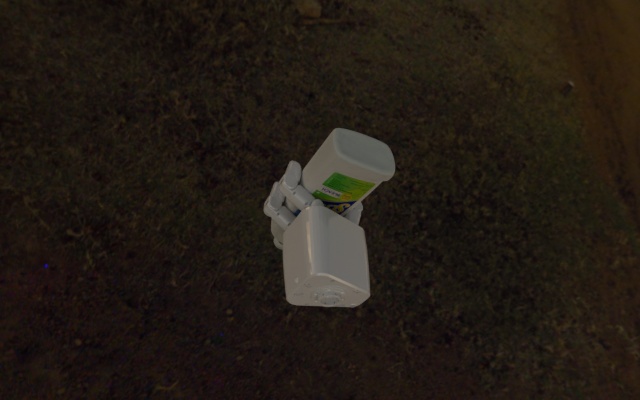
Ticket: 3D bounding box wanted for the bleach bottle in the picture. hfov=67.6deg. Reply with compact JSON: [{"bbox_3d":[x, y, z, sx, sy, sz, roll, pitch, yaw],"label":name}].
[{"bbox_3d":[0.000,0.002,0.721,0.102,0.068,0.251,16,-42,-23],"label":"bleach bottle"}]
